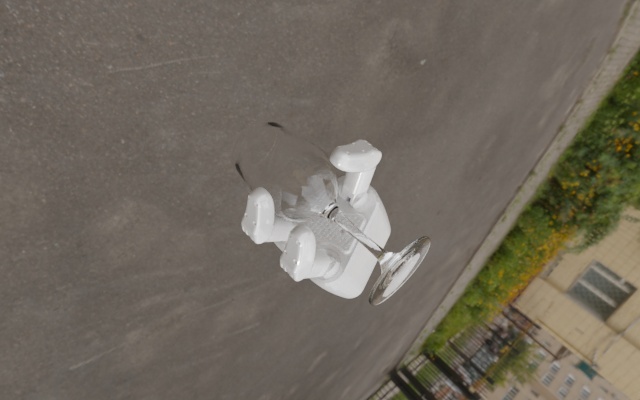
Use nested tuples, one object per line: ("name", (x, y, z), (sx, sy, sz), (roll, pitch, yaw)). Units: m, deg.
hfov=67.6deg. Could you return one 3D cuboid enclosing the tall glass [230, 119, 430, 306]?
("tall glass", (0.001, 0.002, 0.443), (0.201, 0.079, 0.079), (41, 21, 26))
